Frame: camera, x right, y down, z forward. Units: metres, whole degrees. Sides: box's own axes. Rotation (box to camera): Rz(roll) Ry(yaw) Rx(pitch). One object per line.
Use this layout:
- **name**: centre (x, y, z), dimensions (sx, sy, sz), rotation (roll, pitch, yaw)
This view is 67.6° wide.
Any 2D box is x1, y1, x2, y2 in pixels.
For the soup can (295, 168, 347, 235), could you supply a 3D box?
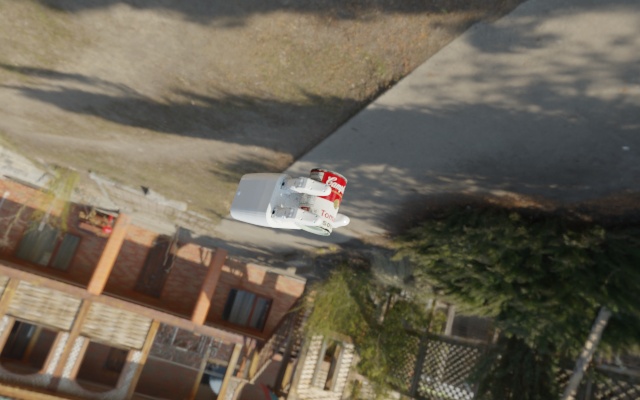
- **soup can**: centre (0.000, 0.003, 0.843), dimensions (0.068, 0.102, 0.068), rotation (17, -14, 4)
